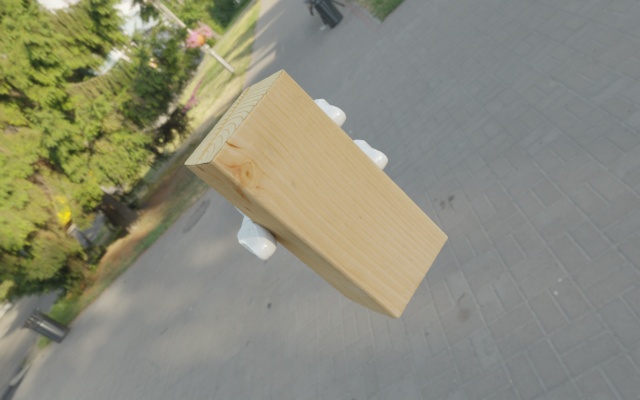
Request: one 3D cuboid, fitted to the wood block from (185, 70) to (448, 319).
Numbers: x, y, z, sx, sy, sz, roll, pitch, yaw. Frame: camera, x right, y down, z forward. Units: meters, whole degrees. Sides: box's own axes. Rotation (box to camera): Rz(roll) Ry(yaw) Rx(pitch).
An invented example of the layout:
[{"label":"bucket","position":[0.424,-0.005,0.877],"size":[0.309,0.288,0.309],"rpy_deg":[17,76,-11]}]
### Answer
[{"label":"wood block","position":[0.000,0.001,0.412],"size":[0.206,0.091,0.090],"rpy_deg":[42,-16,-23]}]
